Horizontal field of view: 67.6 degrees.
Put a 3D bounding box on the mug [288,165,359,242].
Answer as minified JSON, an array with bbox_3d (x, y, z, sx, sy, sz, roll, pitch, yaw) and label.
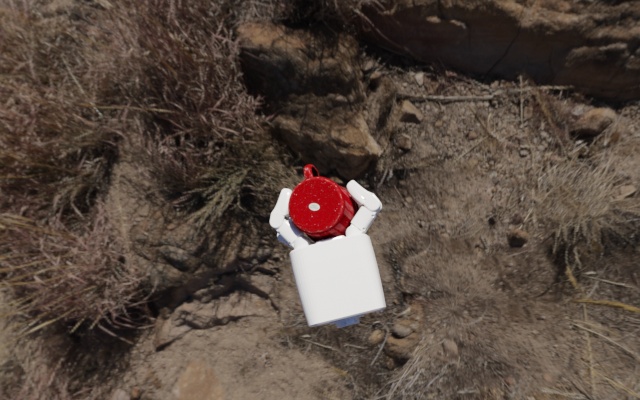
[{"bbox_3d":[0.000,0.001,0.687,0.093,0.117,0.081,-17,-15,11],"label":"mug"}]
